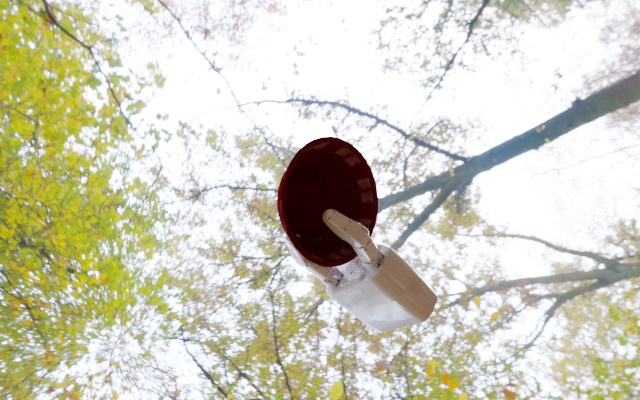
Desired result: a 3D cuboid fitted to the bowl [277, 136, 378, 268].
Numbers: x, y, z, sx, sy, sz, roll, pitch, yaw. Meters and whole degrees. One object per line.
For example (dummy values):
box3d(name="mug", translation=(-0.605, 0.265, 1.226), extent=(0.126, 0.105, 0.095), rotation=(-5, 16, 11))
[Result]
box3d(name="bowl", translation=(-0.001, 0.001, 0.610), extent=(0.162, 0.162, 0.055), rotation=(0, -1, -41))
